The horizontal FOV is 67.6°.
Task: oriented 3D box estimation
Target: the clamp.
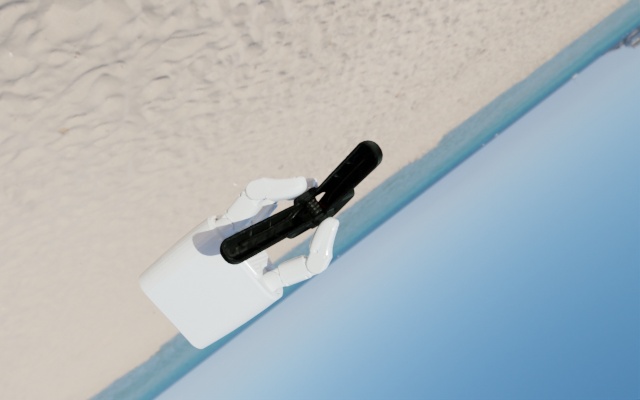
[{"bbox_3d":[0.000,0.002,0.492,0.164,0.036,0.210,-35,-6,10],"label":"clamp"}]
